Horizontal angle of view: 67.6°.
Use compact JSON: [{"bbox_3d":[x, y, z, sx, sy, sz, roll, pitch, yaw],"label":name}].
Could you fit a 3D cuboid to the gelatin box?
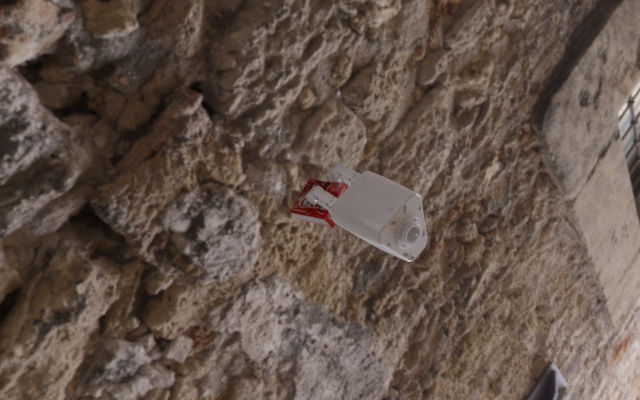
[{"bbox_3d":[0.000,0.003,0.821,0.089,0.073,0.030,10,-26,44],"label":"gelatin box"}]
